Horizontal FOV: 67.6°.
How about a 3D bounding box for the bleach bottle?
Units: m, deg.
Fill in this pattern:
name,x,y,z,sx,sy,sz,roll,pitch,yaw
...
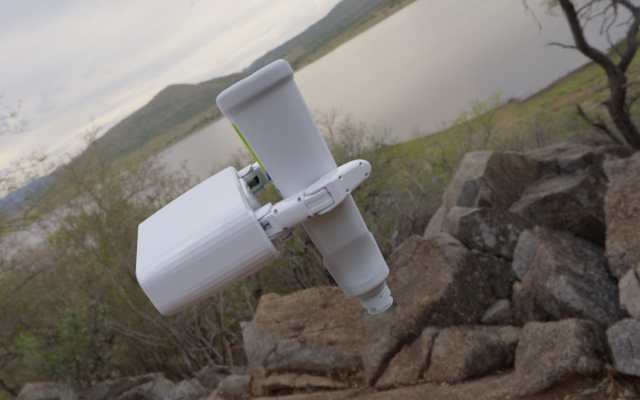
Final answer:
name,x,y,z,sx,sy,sz,roll,pitch,yaw
bleach bottle,0.000,0.001,0.438,0.068,0.251,0.102,-31,14,-2
